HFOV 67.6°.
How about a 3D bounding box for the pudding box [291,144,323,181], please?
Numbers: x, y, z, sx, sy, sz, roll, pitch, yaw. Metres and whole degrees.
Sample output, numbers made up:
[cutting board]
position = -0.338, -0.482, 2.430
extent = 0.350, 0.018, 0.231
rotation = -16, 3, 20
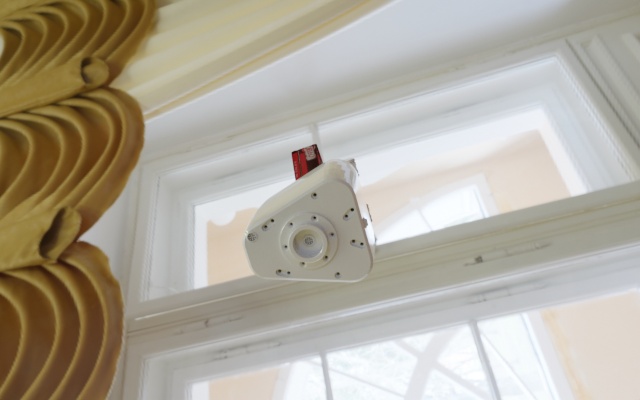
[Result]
[pudding box]
position = 0.000, 0.002, 0.580
extent = 0.039, 0.114, 0.090
rotation = -15, 38, 5
